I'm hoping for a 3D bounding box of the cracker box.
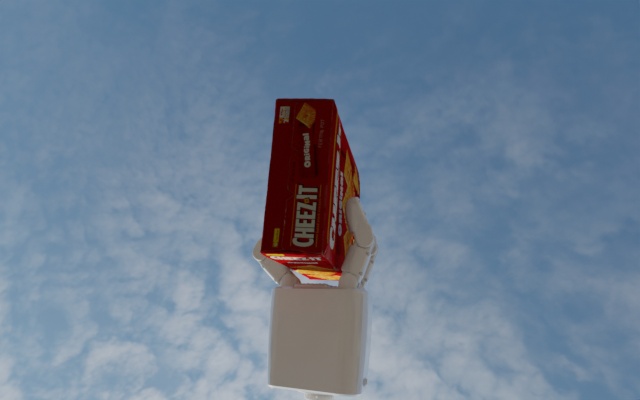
[{"bbox_3d":[0.000,0.002,0.563,0.072,0.164,0.214,1,-16,11],"label":"cracker box"}]
